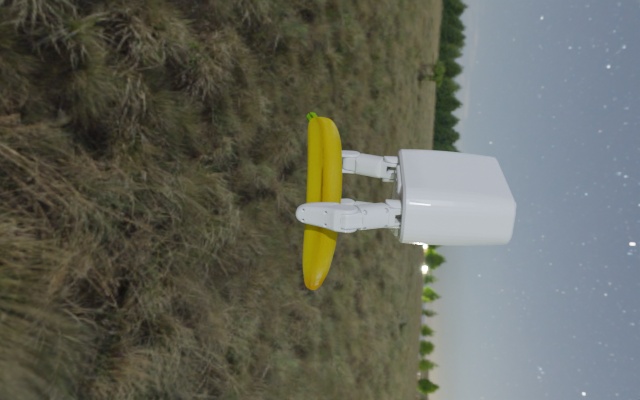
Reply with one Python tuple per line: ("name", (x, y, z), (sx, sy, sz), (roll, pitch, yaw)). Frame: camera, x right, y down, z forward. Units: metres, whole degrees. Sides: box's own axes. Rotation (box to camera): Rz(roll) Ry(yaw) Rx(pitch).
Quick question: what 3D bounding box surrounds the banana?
("banana", (0.002, -0.004, 0.501), (0.037, 0.198, 0.069), (2, -6, -5))
